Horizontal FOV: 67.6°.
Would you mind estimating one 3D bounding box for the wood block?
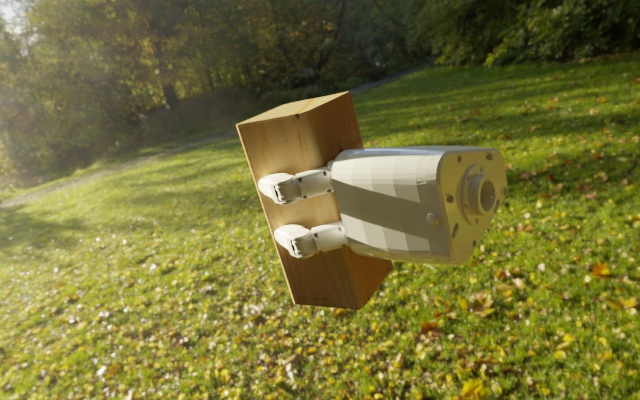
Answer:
[{"bbox_3d":[0.001,0.001,0.508,0.090,0.206,0.090,-3,21,34],"label":"wood block"}]
